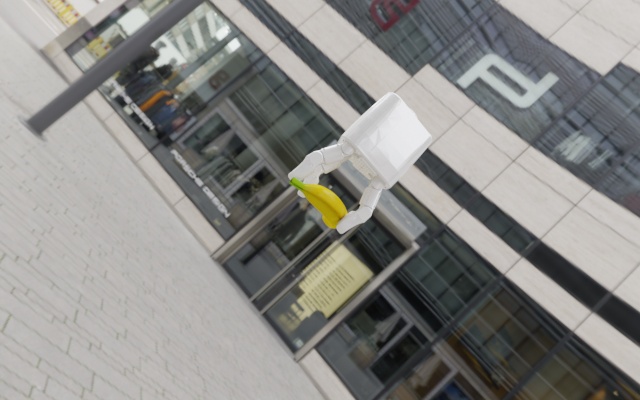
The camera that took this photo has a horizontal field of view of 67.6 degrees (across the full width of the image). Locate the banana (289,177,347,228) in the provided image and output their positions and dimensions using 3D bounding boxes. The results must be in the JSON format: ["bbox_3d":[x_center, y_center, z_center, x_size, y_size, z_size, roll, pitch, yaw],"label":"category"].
[{"bbox_3d":[0.013,0.012,0.768,0.069,0.037,0.198,38,-7,25],"label":"banana"}]
